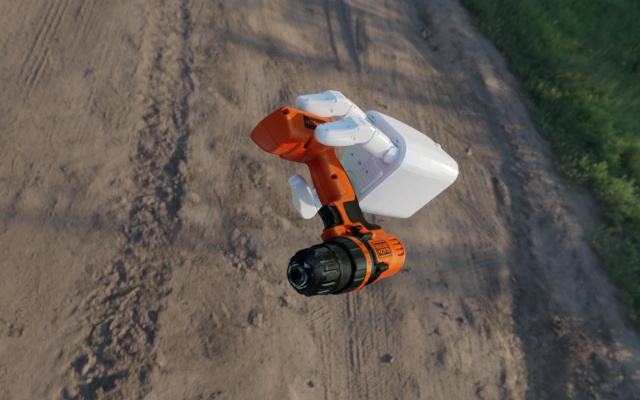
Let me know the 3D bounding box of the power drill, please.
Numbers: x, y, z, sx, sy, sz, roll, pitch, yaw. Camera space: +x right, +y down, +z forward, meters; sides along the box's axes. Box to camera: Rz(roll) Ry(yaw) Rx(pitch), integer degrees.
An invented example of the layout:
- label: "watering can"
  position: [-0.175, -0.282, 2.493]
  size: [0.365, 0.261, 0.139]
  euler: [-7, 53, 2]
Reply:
- label: "power drill"
  position: [0.000, 0.001, 0.473]
  size: [0.057, 0.187, 0.184]
  euler: [-32, -17, 26]
